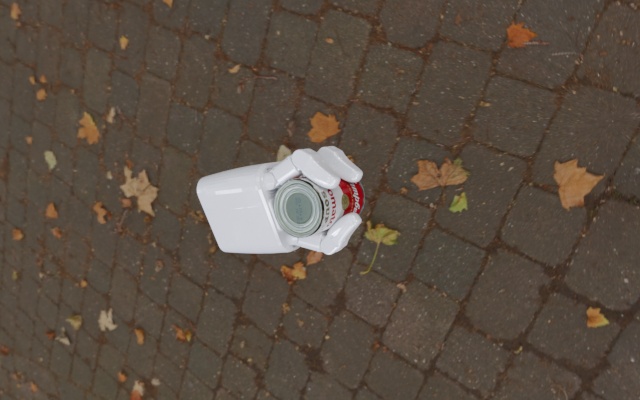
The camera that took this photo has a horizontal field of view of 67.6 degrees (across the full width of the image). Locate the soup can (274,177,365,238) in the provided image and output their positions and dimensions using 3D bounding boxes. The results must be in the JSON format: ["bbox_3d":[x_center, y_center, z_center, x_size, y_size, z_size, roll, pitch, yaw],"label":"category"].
[{"bbox_3d":[0.000,0.002,0.565,0.068,0.068,0.102,0,8,31],"label":"soup can"}]
